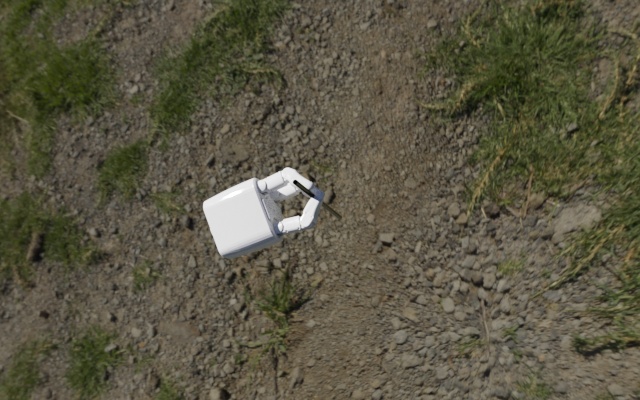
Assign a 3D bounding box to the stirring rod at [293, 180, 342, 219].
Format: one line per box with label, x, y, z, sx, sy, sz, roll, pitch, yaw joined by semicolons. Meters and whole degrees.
stirring rod;0.000;0.003;0.837;0.011;0.011;0.239;0;-15;19
